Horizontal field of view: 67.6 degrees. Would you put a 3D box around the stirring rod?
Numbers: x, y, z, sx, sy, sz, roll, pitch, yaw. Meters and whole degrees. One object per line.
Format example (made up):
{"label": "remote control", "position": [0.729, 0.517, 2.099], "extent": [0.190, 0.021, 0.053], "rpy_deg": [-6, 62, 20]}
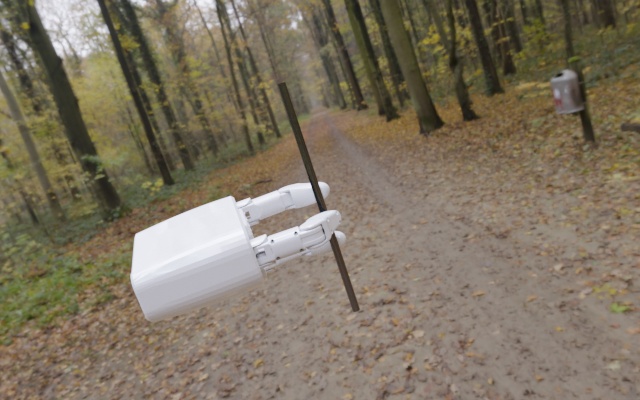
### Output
{"label": "stirring rod", "position": [0.000, 0.002, 0.473], "extent": [0.011, 0.239, 0.011], "rpy_deg": [-18, 11, 3]}
